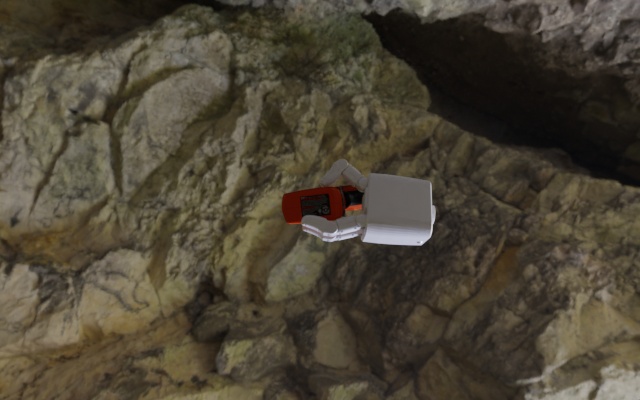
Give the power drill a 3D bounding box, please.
[{"bbox_3d":[0.000,0.003,0.869,0.184,0.057,0.187,-8,3,20],"label":"power drill"}]
